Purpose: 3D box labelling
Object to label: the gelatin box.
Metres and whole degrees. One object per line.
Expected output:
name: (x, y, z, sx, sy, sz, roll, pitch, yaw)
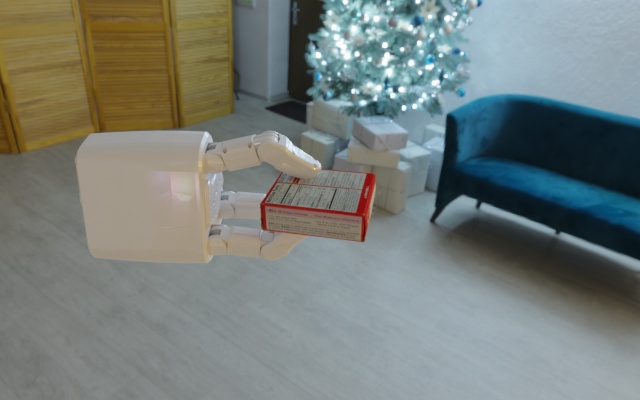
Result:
gelatin box: (0.000, 0.001, 0.416, 0.089, 0.030, 0.073, 5, 30, 11)
